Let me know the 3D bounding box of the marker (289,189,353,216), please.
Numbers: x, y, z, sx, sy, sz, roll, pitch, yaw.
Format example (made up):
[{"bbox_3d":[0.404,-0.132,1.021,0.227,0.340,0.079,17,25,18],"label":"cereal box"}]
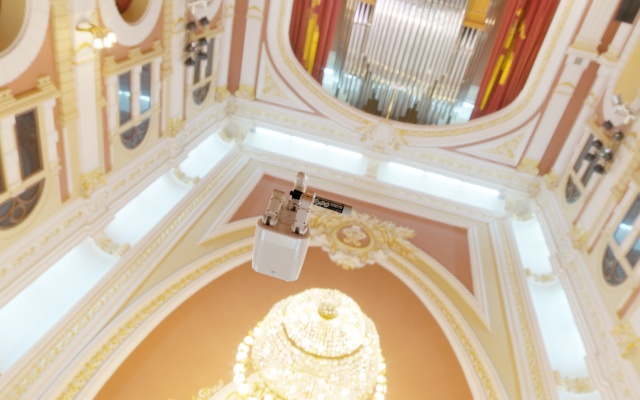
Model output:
[{"bbox_3d":[0.000,0.003,0.894,0.121,0.020,0.020,17,1,5],"label":"marker"}]
